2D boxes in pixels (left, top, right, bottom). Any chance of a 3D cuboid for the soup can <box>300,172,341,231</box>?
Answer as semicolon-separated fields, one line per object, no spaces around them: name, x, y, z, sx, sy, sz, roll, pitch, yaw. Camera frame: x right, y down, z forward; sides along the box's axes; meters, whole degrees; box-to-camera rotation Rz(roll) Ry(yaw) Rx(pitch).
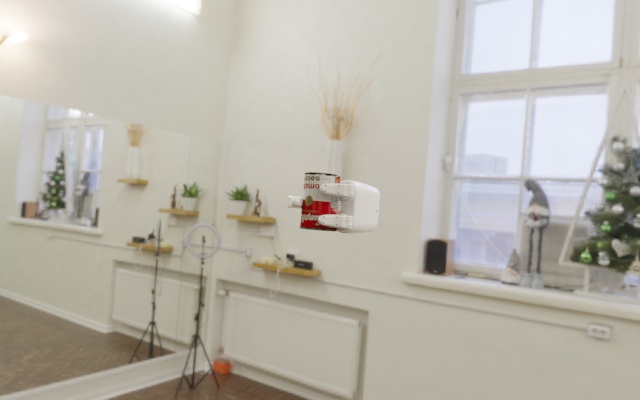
soup can;0.000;0.003;0.866;0.068;0.102;0.068;5;-1;0
